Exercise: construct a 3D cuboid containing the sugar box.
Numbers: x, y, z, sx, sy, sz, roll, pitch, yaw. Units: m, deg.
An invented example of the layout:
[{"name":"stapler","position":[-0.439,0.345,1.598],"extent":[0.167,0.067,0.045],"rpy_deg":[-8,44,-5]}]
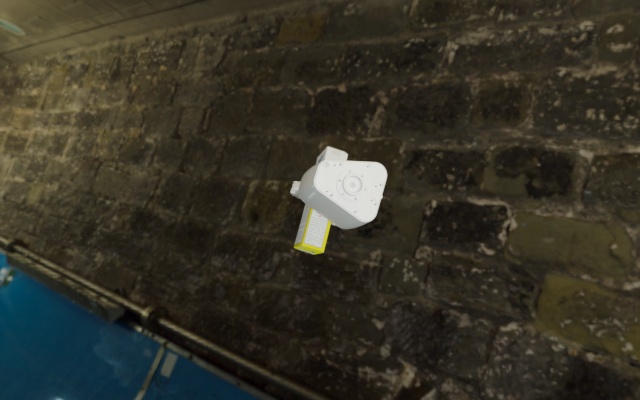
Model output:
[{"name":"sugar box","position":[0.001,0.003,0.830],"extent":[0.048,0.176,0.093],"rpy_deg":[18,-11,-9]}]
